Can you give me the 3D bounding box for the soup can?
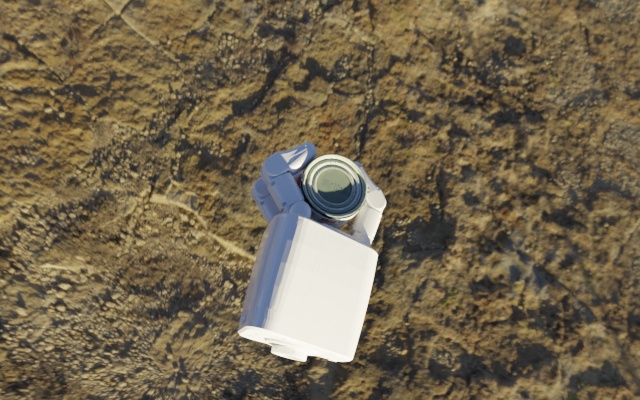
[{"bbox_3d":[0.000,0.001,0.495,0.068,0.068,0.102,0,-19,-17],"label":"soup can"}]
